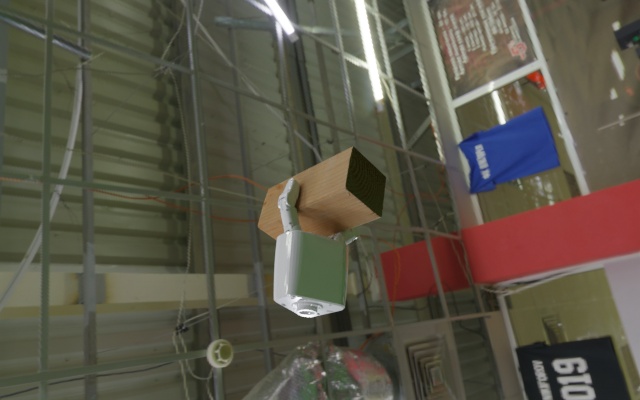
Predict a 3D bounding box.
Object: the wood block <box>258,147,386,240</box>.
[{"bbox_3d":[0.000,0.003,0.814,0.206,0.090,0.091,-23,-49,38],"label":"wood block"}]
